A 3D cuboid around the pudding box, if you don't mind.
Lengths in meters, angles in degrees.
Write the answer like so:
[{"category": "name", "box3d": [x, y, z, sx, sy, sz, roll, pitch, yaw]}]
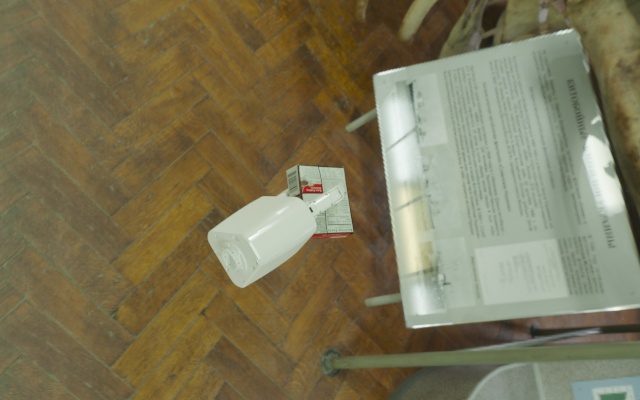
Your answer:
[{"category": "pudding box", "box3d": [0.000, 0.002, 0.738, 0.090, 0.113, 0.039, 1, -14, -34]}]
